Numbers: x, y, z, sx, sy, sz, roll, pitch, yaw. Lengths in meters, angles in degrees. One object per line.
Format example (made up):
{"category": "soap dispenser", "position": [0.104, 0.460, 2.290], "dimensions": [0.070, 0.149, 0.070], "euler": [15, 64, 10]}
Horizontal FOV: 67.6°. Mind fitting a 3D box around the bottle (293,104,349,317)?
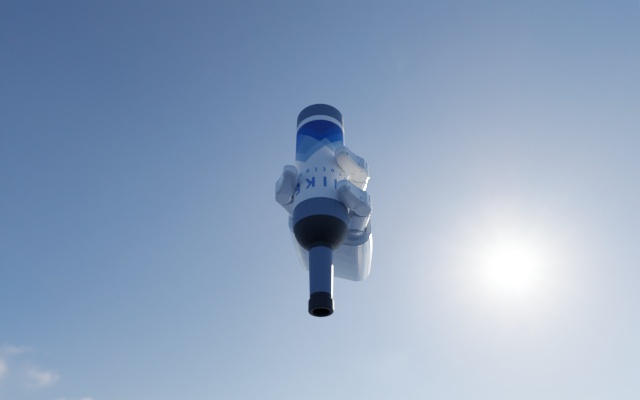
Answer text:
{"category": "bottle", "position": [0.000, 0.002, 0.591], "dimensions": [0.069, 0.295, 0.069], "euler": [0, -38, 0]}
